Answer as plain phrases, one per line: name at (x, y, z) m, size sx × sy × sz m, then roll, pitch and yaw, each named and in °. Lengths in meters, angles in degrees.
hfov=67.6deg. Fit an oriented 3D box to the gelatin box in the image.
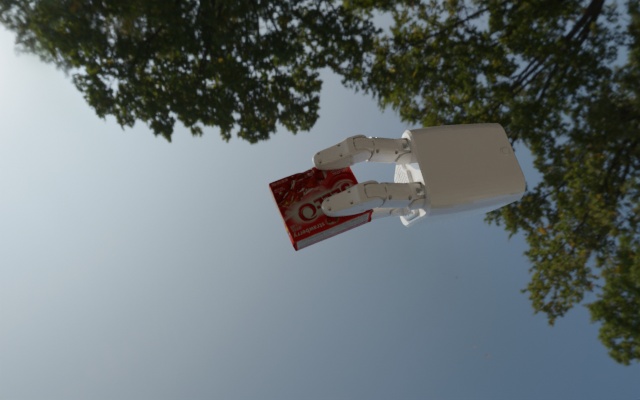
gelatin box at (0.000, 0.002, 0.499) m, size 0.089 × 0.073 × 0.030 m, roll -21°, pitch -25°, yaw -9°
